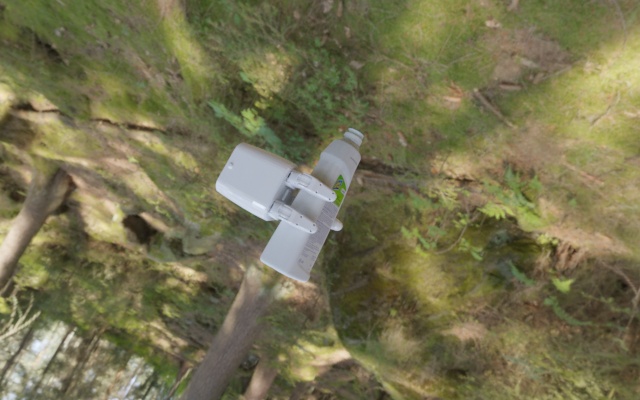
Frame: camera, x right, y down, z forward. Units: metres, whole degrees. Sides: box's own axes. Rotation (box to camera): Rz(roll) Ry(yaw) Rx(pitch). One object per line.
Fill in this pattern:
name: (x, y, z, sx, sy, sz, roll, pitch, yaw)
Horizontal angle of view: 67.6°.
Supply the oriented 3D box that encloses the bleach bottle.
bleach bottle: (0.000, 0.003, 0.762, 0.068, 0.251, 0.102, 26, -6, 22)
